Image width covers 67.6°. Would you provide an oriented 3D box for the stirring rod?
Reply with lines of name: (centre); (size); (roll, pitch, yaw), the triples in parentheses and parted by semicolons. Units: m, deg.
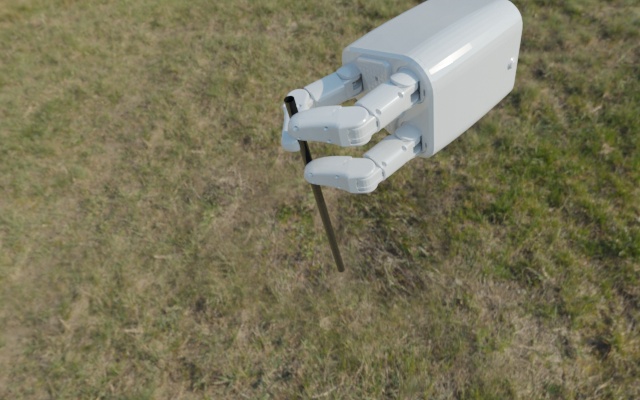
stirring rod: (0.000, 0.001, 0.437); (0.011, 0.011, 0.240); (0, -38, 14)
